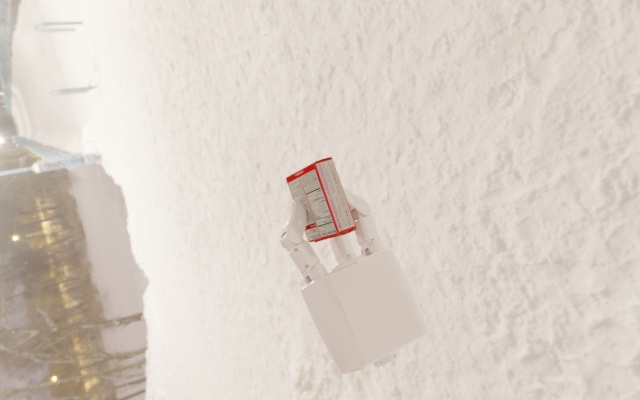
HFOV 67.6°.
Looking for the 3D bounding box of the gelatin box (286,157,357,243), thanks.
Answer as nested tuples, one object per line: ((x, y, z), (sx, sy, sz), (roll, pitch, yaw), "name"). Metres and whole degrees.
((0.000, 0.002, 0.564), (0.030, 0.089, 0.073), (-19, -1, -32), "gelatin box")
